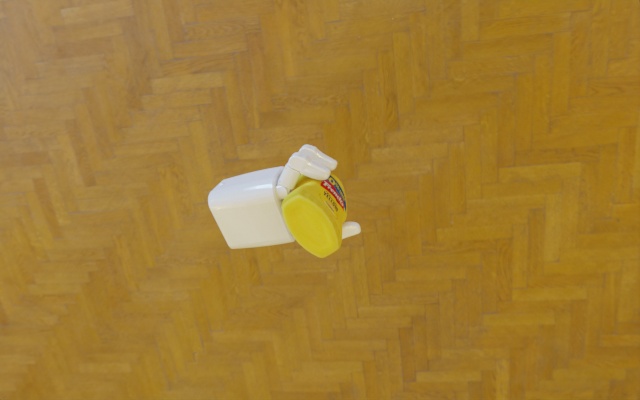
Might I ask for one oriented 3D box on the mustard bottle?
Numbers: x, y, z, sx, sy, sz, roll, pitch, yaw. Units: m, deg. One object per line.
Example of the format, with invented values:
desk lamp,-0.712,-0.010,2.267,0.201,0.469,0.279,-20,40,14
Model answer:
mustard bottle,0.000,0.002,0.706,0.058,0.096,0.191,-34,12,19
